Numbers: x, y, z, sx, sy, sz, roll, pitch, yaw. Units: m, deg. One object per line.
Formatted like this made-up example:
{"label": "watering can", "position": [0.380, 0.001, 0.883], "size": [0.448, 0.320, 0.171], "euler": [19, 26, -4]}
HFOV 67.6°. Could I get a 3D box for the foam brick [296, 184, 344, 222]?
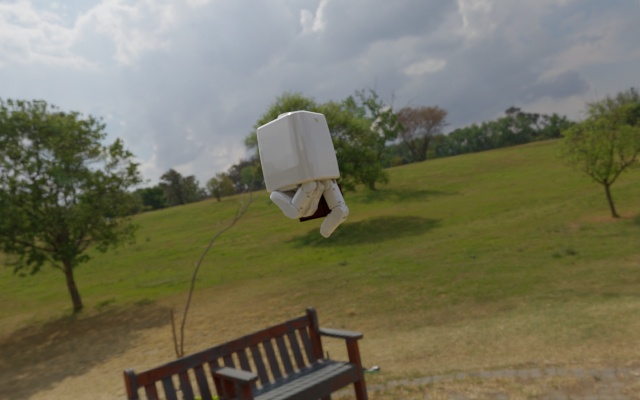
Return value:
{"label": "foam brick", "position": [0.000, 0.003, 0.802], "size": [0.053, 0.051, 0.078], "euler": [-15, -3, 28]}
